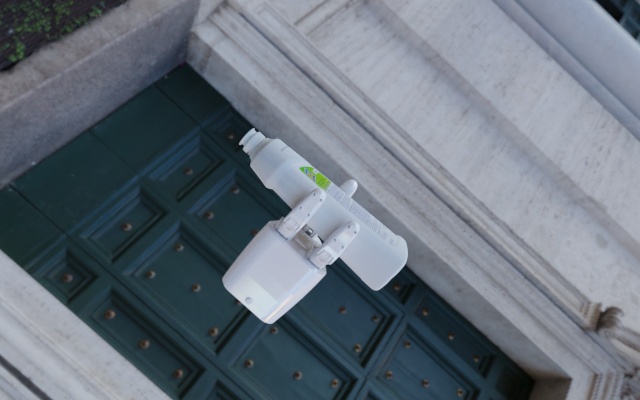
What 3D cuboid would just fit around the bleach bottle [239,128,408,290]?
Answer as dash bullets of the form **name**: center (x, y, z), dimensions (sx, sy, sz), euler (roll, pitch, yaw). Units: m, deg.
- **bleach bottle**: center (0.000, 0.002, 0.616), dimensions (0.251, 0.068, 0.102), euler (43, 13, -2)
